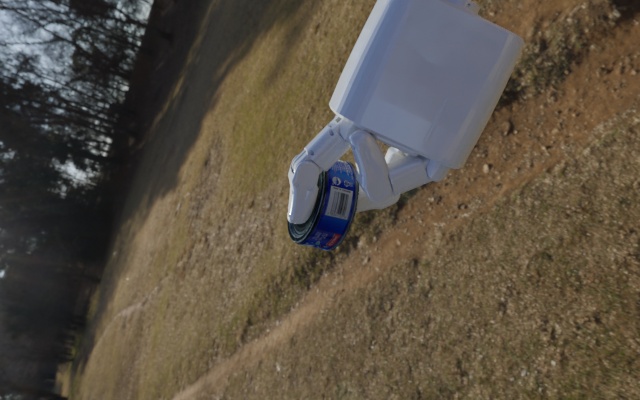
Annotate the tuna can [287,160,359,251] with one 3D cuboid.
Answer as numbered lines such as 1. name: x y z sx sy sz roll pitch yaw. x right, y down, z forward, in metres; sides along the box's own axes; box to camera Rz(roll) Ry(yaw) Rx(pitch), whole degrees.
1. tuna can: 0.000 0.001 0.439 0.034 0.086 0.086 14 -5 -22
